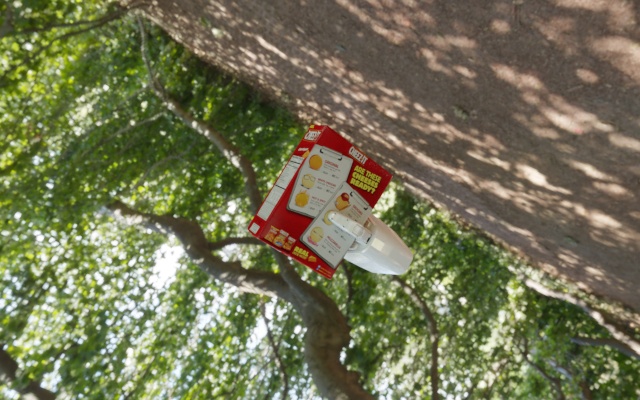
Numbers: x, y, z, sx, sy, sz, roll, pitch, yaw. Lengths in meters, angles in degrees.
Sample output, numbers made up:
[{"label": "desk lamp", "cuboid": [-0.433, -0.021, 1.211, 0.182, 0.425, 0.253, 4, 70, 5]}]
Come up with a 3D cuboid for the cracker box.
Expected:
[{"label": "cracker box", "cuboid": [0.000, 0.003, 0.818, 0.164, 0.213, 0.072, 33, -5, -29]}]
